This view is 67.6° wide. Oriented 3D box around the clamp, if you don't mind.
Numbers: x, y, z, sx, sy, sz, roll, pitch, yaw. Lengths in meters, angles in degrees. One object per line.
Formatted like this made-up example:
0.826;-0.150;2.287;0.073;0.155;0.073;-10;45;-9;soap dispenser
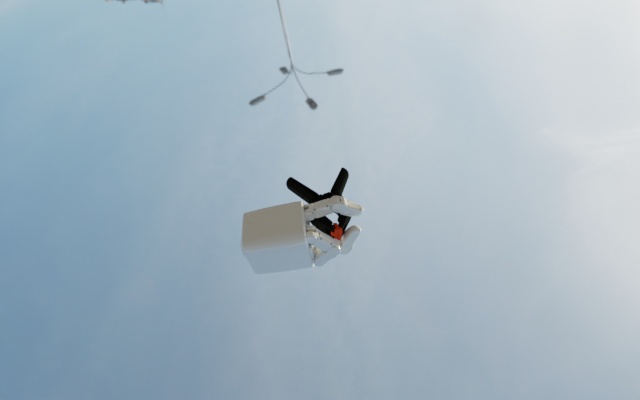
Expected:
0.000;0.003;0.861;0.120;0.039;0.171;-10;41;2;clamp
